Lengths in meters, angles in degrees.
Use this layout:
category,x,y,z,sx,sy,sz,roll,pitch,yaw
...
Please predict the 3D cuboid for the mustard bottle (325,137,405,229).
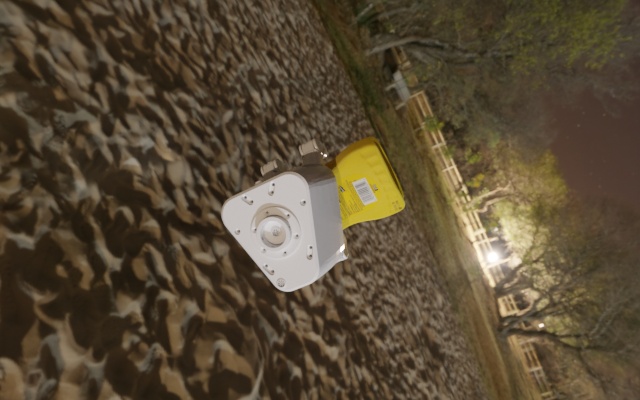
category,x,y,z,sx,sy,sz,roll,pitch,yaw
mustard bottle,0.000,0.002,0.593,0.191,0.096,0.058,-24,24,16
